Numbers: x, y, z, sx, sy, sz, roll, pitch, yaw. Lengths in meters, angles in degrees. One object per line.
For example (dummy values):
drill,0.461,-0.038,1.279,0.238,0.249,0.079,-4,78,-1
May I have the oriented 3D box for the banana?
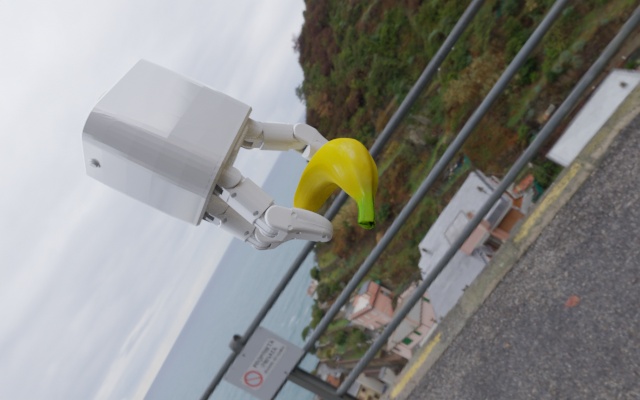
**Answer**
banana,0.007,-0.016,0.410,0.037,0.069,0.198,20,-5,-13
